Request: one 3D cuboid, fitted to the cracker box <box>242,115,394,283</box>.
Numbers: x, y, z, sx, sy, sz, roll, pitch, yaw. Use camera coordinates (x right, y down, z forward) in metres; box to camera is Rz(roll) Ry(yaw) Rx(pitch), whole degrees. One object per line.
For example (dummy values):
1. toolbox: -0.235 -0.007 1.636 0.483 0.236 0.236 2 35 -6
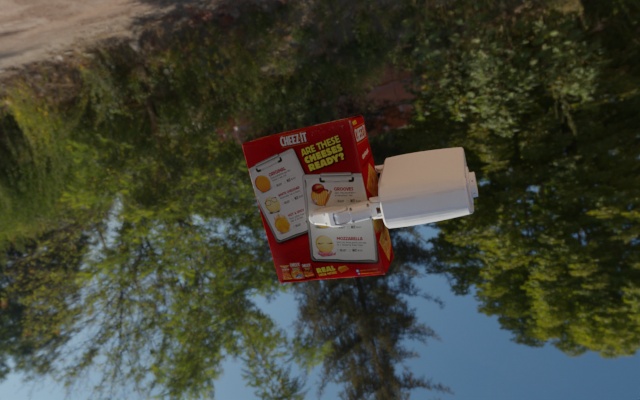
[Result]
1. cracker box: 0.000 0.002 0.676 0.164 0.214 0.072 -9 13 22
